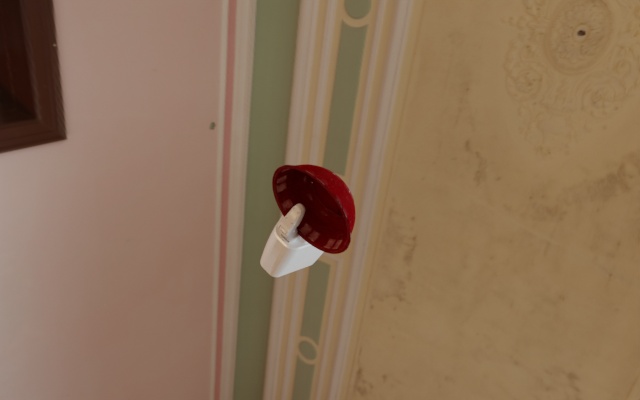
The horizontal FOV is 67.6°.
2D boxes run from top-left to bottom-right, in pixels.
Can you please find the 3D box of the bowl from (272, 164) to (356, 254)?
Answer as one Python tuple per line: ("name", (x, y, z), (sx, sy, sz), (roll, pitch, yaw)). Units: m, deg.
("bowl", (0.001, 0.002, 0.737), (0.055, 0.162, 0.162), (-39, 22, -31))
